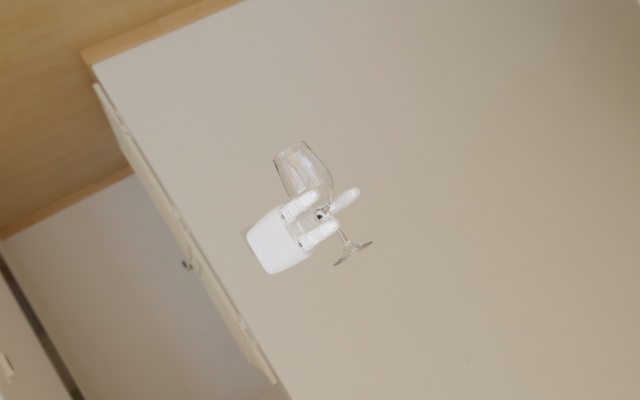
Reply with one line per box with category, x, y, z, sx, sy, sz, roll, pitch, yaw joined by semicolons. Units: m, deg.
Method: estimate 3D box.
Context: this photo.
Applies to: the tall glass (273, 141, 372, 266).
tall glass;0.001;0.003;0.780;0.079;0.201;0.079;-32;-3;-2
